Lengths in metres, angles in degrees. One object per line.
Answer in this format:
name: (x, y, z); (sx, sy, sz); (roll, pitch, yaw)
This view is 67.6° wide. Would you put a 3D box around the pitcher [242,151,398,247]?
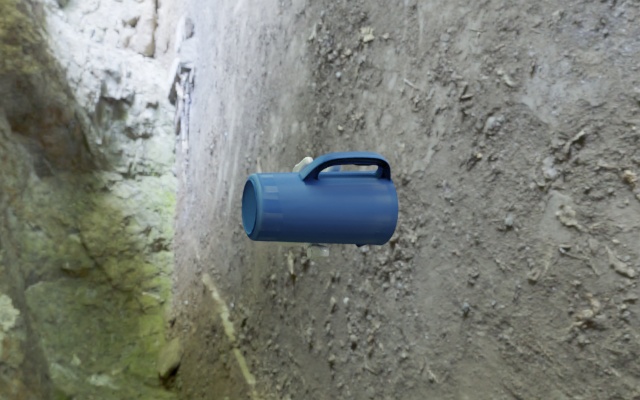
pitcher: (0.000, 0.003, 0.795); (0.243, 0.149, 0.145); (1, -10, -24)
